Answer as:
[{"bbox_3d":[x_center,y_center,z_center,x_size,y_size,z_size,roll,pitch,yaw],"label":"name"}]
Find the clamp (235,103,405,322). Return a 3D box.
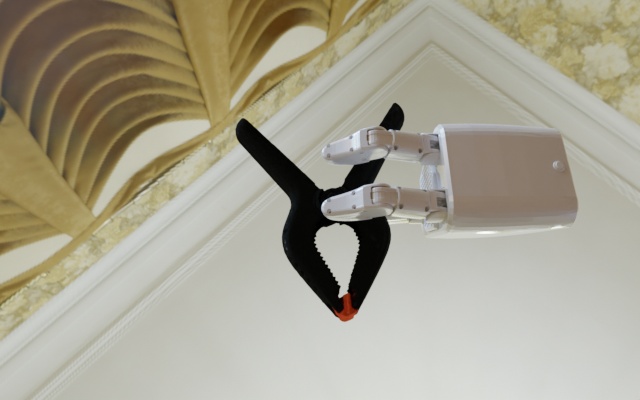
[{"bbox_3d":[0.000,0.002,0.432,0.164,0.210,0.036,-1,-25,1],"label":"clamp"}]
